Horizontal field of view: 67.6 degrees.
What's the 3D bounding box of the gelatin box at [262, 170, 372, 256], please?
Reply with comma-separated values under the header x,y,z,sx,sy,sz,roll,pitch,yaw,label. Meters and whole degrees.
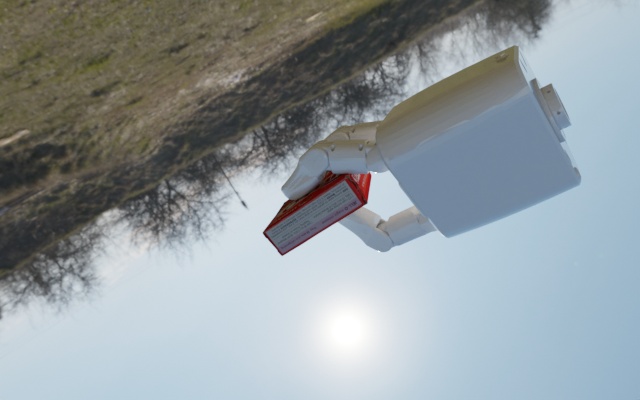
x,y,z,sx,sy,sz,roll,pitch,yaw,label
0.000,0.002,0.409,0.089,0.030,0.073,-34,11,19,gelatin box
